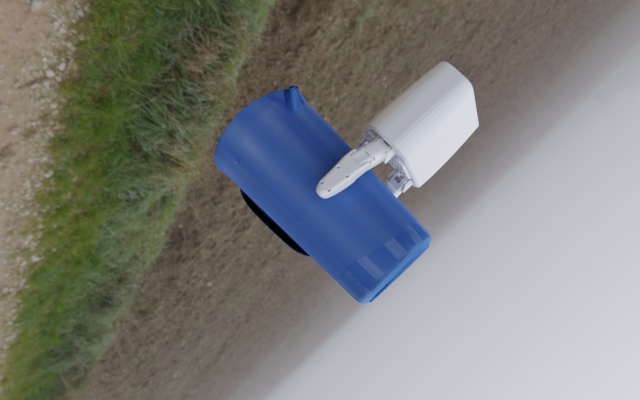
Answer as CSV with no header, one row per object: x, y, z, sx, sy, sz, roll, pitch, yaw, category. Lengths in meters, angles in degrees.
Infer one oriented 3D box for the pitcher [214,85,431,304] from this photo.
0.000,0.002,0.551,0.145,0.243,0.149,-44,-14,0,pitcher
